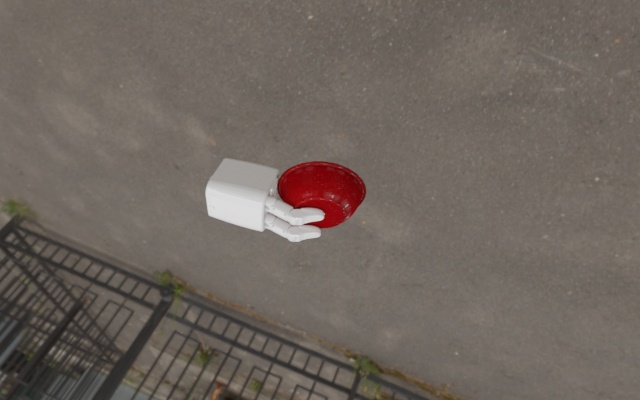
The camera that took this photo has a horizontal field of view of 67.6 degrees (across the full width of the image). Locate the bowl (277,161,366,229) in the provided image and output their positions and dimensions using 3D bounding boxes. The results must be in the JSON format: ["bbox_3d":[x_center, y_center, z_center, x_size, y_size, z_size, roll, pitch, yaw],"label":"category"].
[{"bbox_3d":[0.001,0.003,0.848,0.162,0.055,0.162,3,-36,2],"label":"bowl"}]
